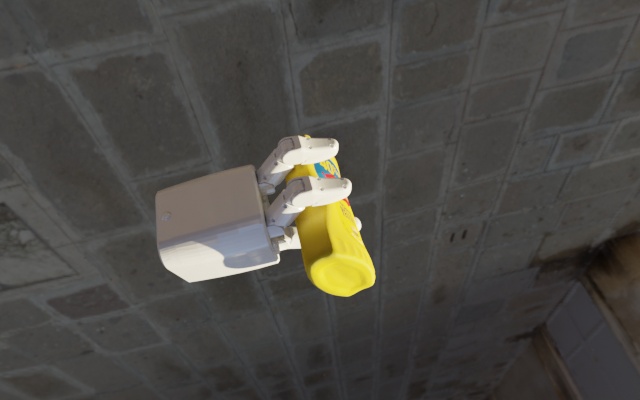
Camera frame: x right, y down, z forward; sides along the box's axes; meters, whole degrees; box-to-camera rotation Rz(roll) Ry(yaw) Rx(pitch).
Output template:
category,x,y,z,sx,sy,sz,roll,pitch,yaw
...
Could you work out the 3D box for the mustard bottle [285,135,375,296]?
category,x,y,z,sx,sy,sz,roll,pitch,yaw
mustard bottle,0.000,0.002,0.513,0.058,0.191,0.096,-29,-38,16
